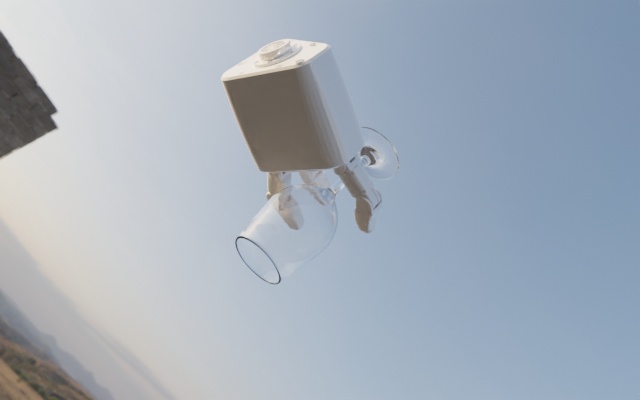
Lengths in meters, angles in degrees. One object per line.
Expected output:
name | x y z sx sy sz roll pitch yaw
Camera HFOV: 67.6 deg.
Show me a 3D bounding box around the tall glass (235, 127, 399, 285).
tall glass | 0.001 0.001 0.521 0.079 0.079 0.201 0 36 51
